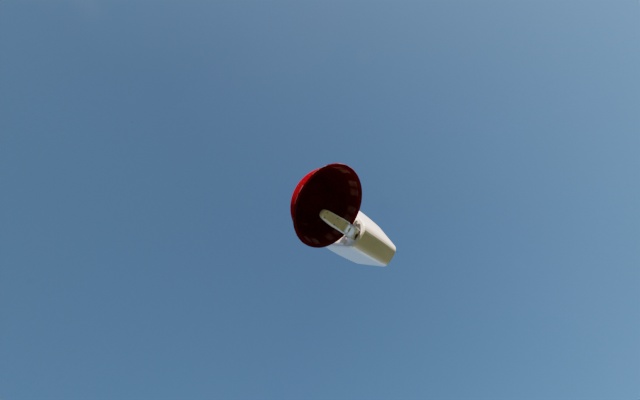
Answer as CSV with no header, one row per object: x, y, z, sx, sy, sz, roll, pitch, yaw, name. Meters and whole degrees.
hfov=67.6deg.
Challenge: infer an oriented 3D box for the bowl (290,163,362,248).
-0.001,0.002,0.878,0.162,0.162,0.055,0,19,-41,bowl
